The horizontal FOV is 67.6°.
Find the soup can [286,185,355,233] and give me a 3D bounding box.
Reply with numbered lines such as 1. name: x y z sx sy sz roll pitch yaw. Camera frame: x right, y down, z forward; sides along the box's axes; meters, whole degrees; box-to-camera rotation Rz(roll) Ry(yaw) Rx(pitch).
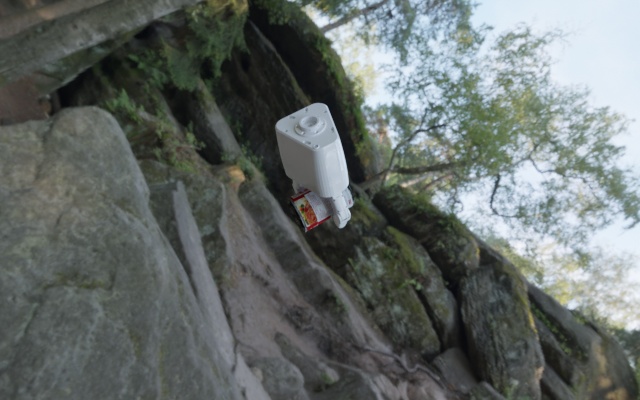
1. soup can: 0.001 0.003 0.843 0.102 0.068 0.068 -28 7 -13
